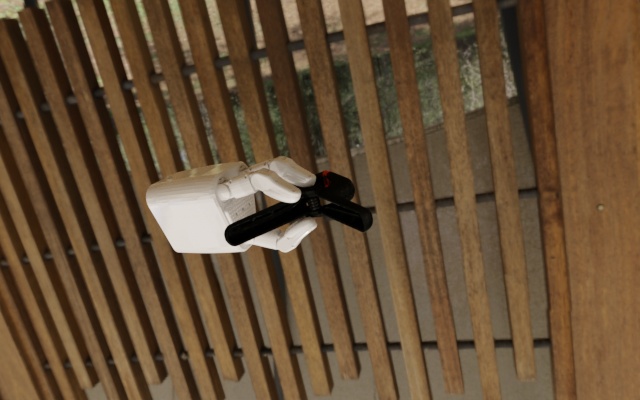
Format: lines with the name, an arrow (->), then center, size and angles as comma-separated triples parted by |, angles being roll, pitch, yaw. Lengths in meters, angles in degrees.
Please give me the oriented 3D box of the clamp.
clamp -> 0.000, 0.003, 0.585 | 0.164, 0.036, 0.210 | -4, 17, 21
